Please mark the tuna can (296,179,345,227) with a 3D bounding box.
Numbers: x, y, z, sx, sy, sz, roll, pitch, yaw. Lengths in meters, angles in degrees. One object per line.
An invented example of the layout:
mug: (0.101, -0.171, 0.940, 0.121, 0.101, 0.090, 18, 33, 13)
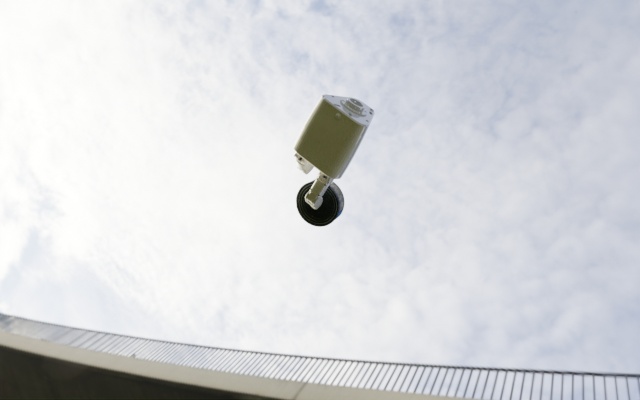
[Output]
tuna can: (0.000, 0.003, 0.877, 0.086, 0.086, 0.033, 0, 15, 25)
